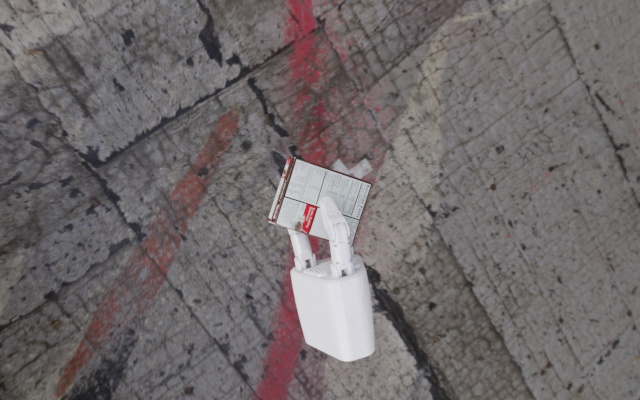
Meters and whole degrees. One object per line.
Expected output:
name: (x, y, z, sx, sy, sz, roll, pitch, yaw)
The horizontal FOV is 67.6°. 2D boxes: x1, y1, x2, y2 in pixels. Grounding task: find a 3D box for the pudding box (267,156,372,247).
pudding box: (0.000, 0.002, 0.611, 0.113, 0.090, 0.039, 18, -1, -19)
